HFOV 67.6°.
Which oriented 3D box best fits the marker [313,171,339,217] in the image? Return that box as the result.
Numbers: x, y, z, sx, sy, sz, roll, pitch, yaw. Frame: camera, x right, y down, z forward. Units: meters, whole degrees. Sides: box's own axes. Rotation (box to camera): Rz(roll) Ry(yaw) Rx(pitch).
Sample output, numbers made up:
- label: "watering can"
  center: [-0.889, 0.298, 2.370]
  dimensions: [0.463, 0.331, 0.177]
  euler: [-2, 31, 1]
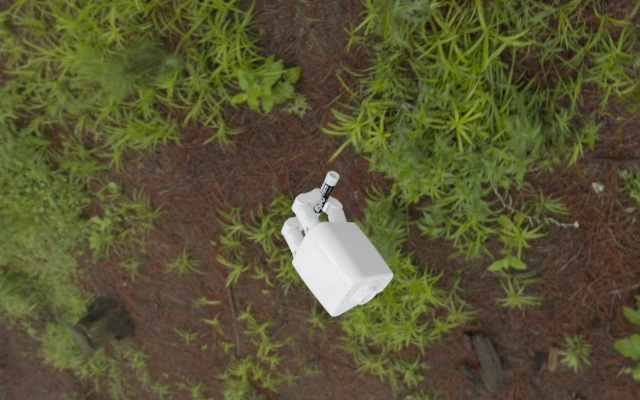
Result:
- label: "marker"
  center: [0.000, 0.003, 0.780]
  dimensions: [0.020, 0.121, 0.020]
  euler: [15, 40, -13]
